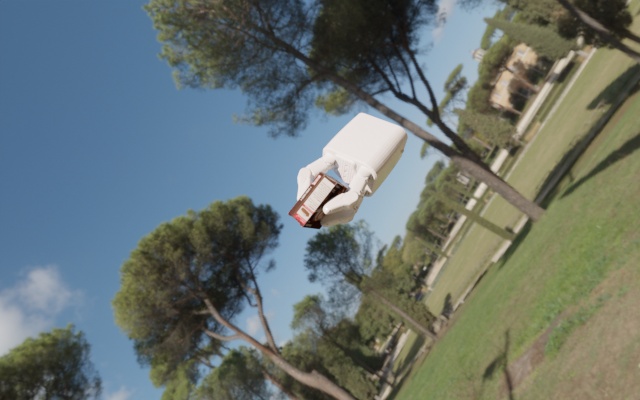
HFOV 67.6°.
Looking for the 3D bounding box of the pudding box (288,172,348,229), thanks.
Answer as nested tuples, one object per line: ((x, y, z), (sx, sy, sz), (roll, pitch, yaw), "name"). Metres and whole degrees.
((0.000, 0.002, 0.799), (0.039, 0.090, 0.113), (39, 5, 16), "pudding box")
